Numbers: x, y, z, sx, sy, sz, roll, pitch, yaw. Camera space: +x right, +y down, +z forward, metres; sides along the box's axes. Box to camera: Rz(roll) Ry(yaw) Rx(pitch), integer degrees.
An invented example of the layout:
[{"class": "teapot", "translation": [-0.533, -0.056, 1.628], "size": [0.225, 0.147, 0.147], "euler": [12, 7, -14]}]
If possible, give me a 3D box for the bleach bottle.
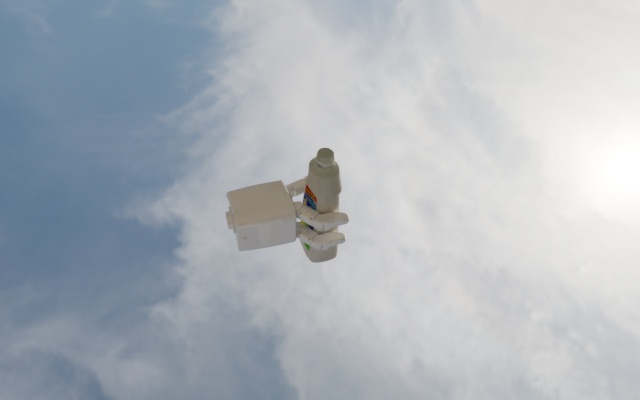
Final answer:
[{"class": "bleach bottle", "translation": [0.000, 0.003, 0.871], "size": [0.068, 0.102, 0.251], "euler": [-12, -41, -14]}]
